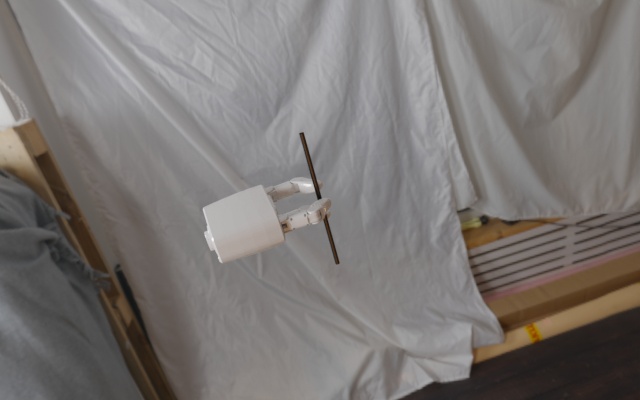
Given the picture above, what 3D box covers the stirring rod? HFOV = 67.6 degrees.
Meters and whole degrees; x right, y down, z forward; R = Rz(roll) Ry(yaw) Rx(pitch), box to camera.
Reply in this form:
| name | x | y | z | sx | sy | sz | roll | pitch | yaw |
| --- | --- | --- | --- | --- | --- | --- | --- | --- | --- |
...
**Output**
| name | x | y | z | sx | sy | sz | roll | pitch | yaw |
| --- | --- | --- | --- | --- | --- | --- | --- | --- | --- |
| stirring rod | 0.000 | 0.003 | 0.786 | 0.011 | 0.240 | 0.011 | -13 | 23 | 6 |
